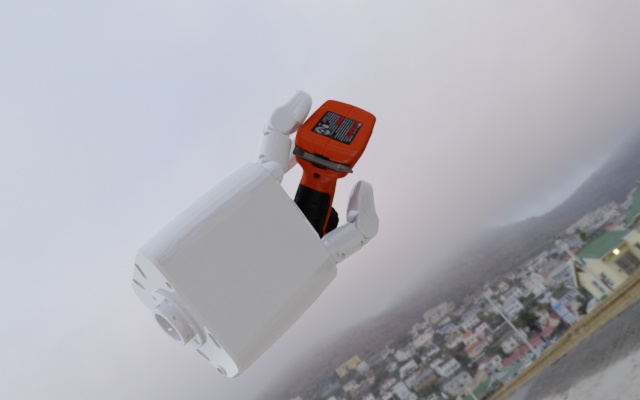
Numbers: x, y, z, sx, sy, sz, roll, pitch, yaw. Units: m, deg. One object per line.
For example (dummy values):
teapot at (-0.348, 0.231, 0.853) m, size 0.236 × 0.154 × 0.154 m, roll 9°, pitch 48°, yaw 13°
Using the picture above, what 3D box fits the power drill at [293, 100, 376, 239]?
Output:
power drill at (0.000, 0.001, 0.472) m, size 0.057 × 0.188 × 0.184 m, roll 19°, pitch 32°, yaw 6°
